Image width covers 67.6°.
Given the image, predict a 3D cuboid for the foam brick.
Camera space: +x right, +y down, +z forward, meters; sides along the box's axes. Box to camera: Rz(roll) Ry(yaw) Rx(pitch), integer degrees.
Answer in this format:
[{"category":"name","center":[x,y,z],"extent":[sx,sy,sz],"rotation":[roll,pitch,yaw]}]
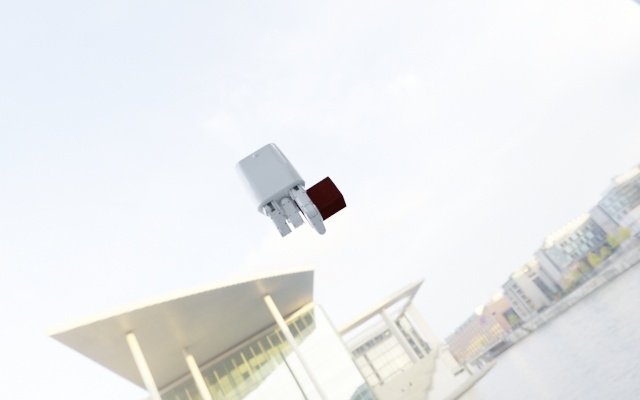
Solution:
[{"category":"foam brick","center":[0.000,0.003,0.865],"extent":[0.078,0.051,0.053],"rotation":[-32,-28,-6]}]
